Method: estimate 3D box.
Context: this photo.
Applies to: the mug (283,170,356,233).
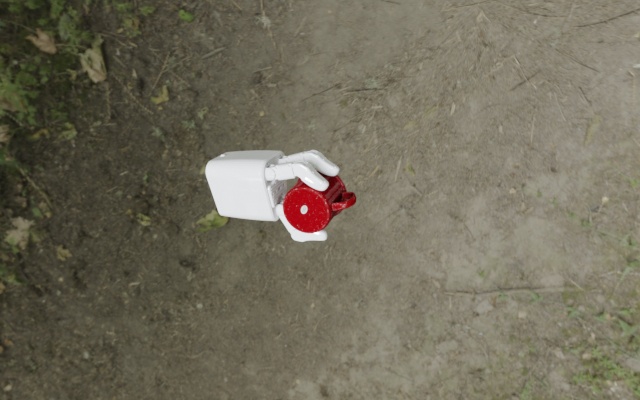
[{"bbox_3d":[0.001,0.003,0.777,0.117,0.093,0.081,1,22,19],"label":"mug"}]
